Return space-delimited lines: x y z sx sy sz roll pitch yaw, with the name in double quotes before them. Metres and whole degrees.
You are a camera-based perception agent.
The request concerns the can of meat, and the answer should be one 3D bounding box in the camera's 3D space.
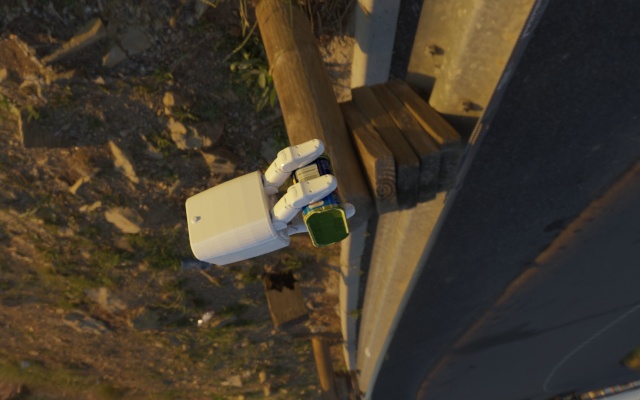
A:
"can of meat" 0.000 0.002 0.623 0.057 0.084 0.102 -17 -31 1
